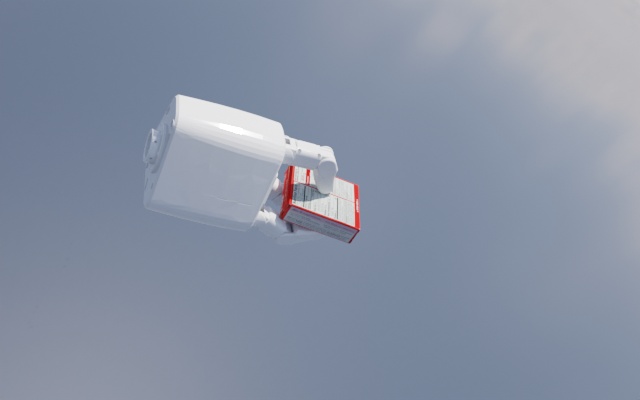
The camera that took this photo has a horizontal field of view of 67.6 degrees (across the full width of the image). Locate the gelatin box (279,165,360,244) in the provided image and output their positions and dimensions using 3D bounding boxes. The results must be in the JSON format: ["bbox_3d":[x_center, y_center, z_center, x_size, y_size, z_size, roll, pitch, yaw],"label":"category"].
[{"bbox_3d":[0.001,0.002,0.543,0.089,0.073,0.030,20,-49,-16],"label":"gelatin box"}]
